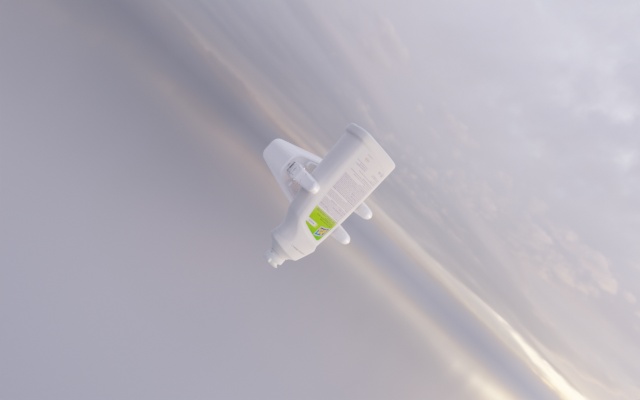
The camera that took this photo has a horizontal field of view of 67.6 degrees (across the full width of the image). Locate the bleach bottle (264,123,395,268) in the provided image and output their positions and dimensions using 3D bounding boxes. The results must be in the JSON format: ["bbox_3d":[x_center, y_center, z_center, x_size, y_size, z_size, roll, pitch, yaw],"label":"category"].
[{"bbox_3d":[0.000,0.003,0.758,0.103,0.251,0.068,43,1,-35],"label":"bleach bottle"}]
